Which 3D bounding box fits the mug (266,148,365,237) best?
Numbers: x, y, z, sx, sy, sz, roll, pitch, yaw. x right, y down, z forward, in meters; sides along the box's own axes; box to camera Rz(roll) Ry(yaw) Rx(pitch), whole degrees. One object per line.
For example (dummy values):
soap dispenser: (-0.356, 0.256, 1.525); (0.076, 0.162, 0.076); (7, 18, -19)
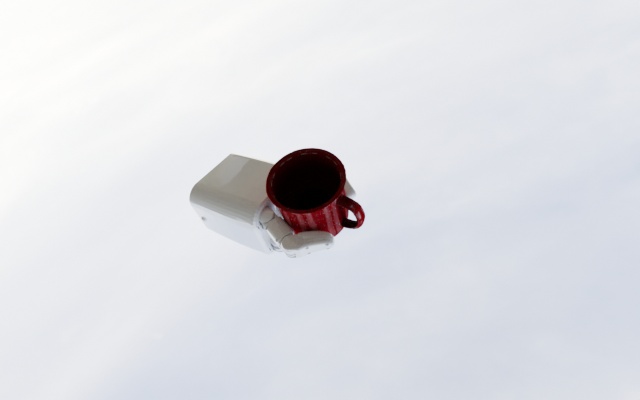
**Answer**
mug: (0.001, 0.002, 0.566); (0.117, 0.093, 0.082); (19, -28, 23)
